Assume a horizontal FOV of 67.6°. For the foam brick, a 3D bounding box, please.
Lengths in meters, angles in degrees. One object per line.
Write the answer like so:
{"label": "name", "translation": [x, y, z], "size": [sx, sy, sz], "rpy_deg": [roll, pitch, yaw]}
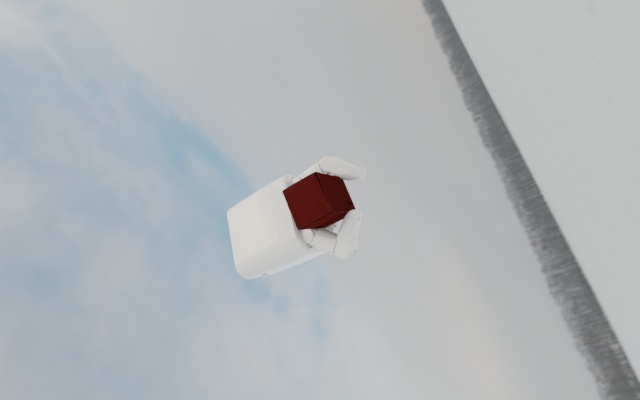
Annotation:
{"label": "foam brick", "translation": [0.000, 0.002, 0.579], "size": [0.051, 0.053, 0.078], "rpy_deg": [-27, -13, 22]}
